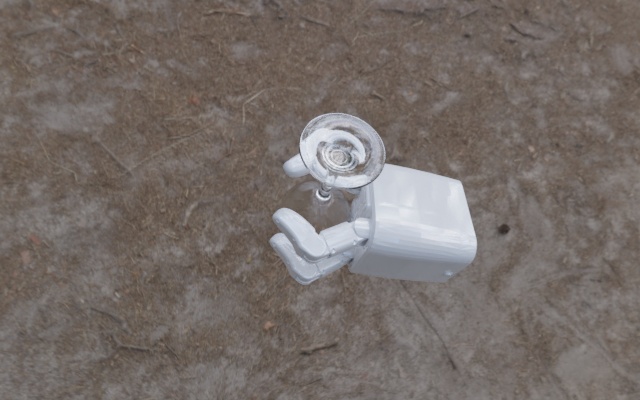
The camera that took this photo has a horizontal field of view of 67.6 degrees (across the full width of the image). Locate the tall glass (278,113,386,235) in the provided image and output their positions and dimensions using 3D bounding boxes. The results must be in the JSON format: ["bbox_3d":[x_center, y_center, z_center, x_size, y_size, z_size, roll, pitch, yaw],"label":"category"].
[{"bbox_3d":[0.000,0.001,0.482,0.079,0.079,0.201,0,-26,-12],"label":"tall glass"}]
